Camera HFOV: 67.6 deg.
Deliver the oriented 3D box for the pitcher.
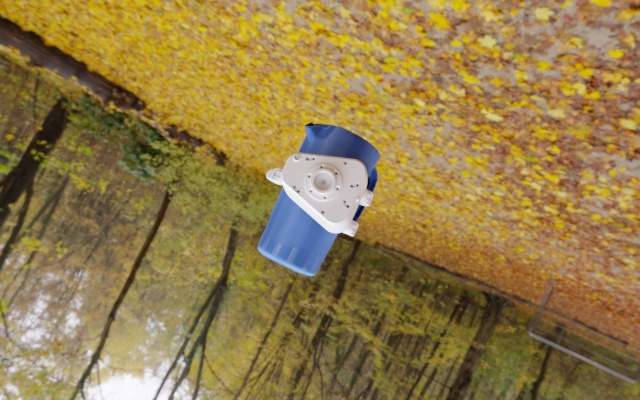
[{"bbox_3d":[0.000,0.003,0.813,0.149,0.243,0.145,25,-6,4],"label":"pitcher"}]
